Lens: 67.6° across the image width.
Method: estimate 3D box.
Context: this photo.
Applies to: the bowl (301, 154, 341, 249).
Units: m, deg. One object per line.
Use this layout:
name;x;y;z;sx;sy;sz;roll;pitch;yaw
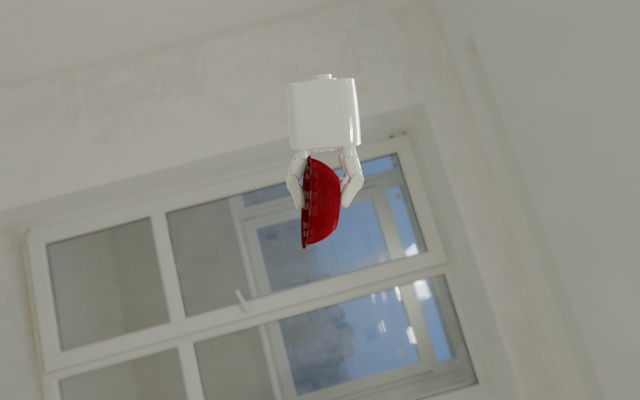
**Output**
bowl;0.000;0.004;0.808;0.055;0.162;0.162;3;0;-7
